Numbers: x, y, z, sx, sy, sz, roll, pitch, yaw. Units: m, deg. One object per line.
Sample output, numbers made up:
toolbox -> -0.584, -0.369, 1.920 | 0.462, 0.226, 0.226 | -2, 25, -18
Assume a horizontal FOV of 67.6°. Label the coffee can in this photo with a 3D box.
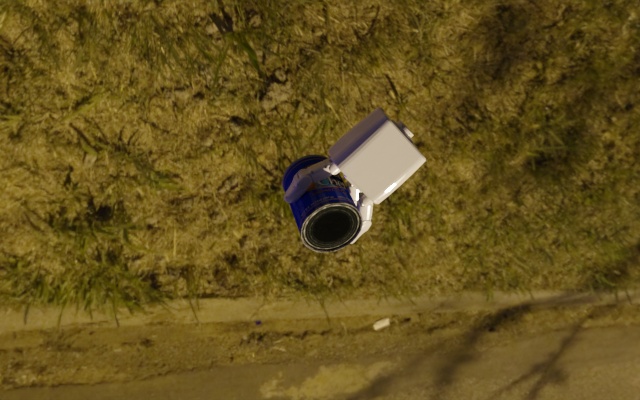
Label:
coffee can -> 0.000, 0.003, 0.800 | 0.103, 0.103, 0.140 | 0, 37, -19
